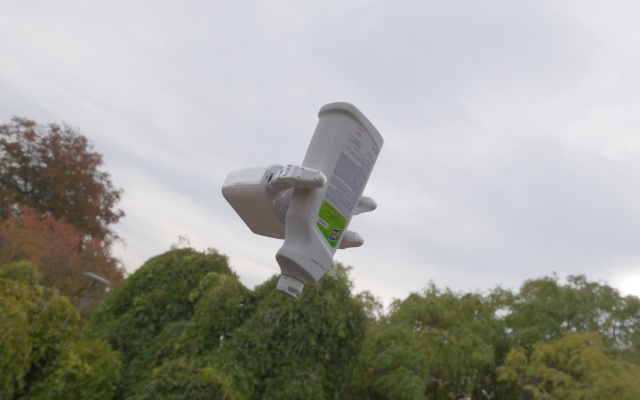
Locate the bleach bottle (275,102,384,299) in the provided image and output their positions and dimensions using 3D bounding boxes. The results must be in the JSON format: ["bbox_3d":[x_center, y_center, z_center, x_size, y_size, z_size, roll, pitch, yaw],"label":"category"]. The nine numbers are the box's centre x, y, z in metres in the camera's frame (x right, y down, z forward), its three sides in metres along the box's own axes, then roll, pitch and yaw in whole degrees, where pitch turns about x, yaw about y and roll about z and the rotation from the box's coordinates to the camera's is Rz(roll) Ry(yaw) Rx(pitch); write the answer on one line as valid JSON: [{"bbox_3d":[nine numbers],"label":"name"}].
[{"bbox_3d":[0.000,0.002,0.618,0.068,0.250,0.103,1,-30,47],"label":"bleach bottle"}]
